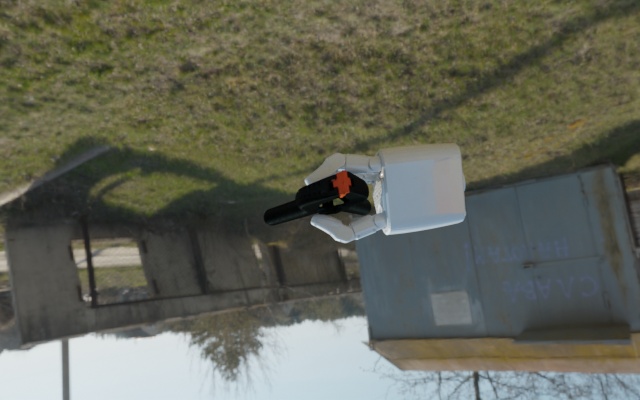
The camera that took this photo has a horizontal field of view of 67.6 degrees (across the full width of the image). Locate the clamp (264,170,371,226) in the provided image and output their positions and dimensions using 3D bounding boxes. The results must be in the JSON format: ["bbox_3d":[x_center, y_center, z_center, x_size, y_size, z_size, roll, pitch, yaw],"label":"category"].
[{"bbox_3d":[0.000,0.003,0.641,0.164,0.036,0.210,-8,-10,-4],"label":"clamp"}]
